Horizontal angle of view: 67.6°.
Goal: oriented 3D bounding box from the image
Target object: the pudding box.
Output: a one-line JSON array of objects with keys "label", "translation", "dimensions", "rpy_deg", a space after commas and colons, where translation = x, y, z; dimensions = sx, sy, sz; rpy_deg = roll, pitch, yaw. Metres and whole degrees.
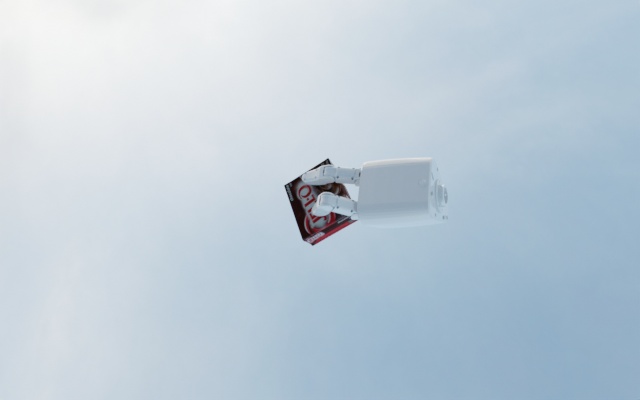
[{"label": "pudding box", "translation": [0.000, 0.003, 0.758], "dimensions": [0.090, 0.113, 0.039], "rpy_deg": [-31, -36, 14]}]
